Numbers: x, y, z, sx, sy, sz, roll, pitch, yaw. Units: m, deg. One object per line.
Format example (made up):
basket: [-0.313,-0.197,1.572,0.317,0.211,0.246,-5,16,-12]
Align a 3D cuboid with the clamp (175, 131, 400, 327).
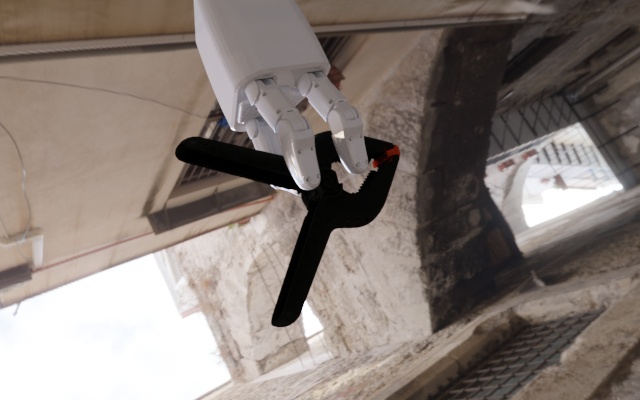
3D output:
clamp: [0.000,0.001,0.419,0.210,0.164,0.036,-19,-10,-35]
